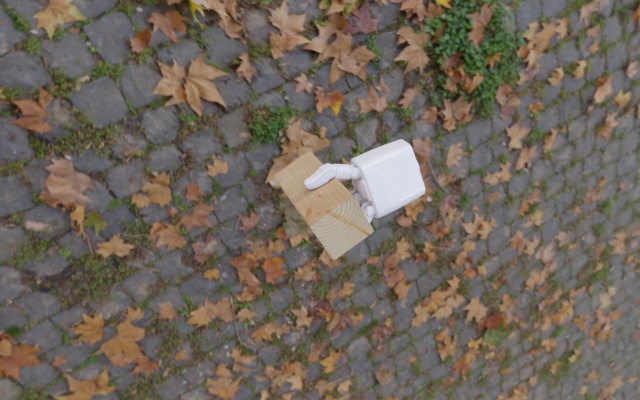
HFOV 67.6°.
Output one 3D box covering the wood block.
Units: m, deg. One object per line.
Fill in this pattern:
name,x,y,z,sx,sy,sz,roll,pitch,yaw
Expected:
wood block,0.000,0.002,0.880,0.090,0.091,0.206,-35,35,-4
